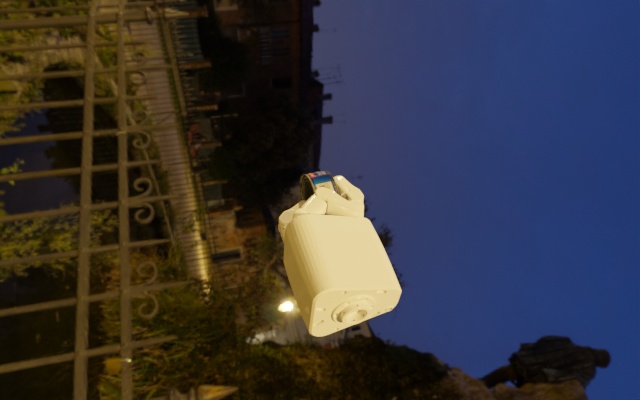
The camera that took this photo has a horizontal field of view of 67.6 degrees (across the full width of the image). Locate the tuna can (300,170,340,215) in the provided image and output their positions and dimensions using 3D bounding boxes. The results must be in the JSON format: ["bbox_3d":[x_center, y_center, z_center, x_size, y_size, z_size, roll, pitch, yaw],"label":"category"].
[{"bbox_3d":[0.001,0.002,0.662,0.034,0.086,0.086,-13,3,-15],"label":"tuna can"}]
